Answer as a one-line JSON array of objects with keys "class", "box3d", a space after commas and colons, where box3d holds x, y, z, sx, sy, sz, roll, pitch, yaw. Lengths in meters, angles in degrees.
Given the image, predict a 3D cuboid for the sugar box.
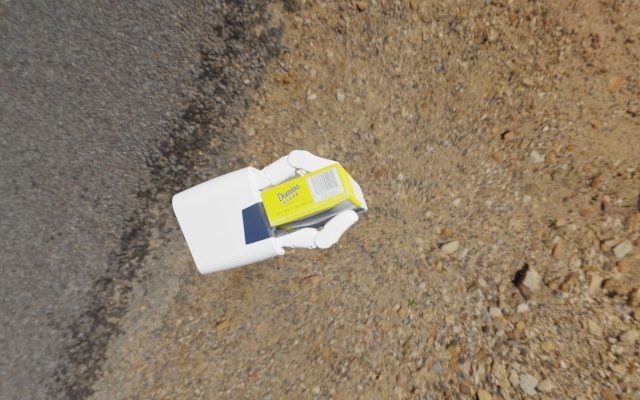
[{"class": "sugar box", "box3d": [0.000, 0.001, 0.582, 0.093, 0.048, 0.176, -20, -7, 8]}]
